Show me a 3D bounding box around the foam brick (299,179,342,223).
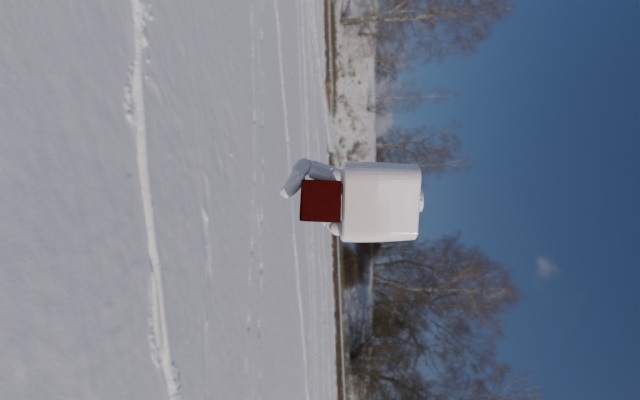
[{"bbox_3d":[0.000,0.002,0.621,0.051,0.053,0.078,3,-2,-1],"label":"foam brick"}]
